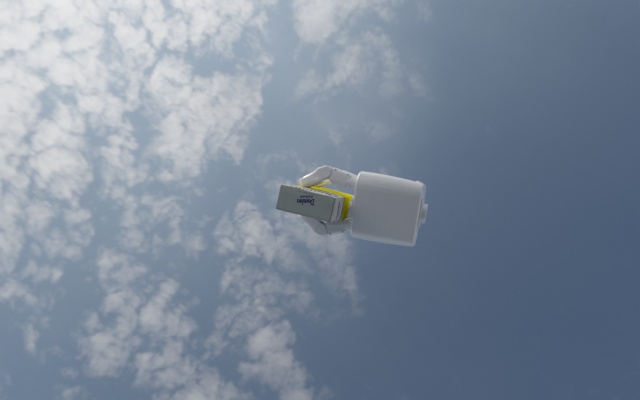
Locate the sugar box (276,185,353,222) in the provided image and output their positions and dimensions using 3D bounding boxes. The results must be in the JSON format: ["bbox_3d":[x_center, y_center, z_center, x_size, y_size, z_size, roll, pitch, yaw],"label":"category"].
[{"bbox_3d":[0.000,0.002,0.809,0.093,0.048,0.176,13,2,15],"label":"sugar box"}]
